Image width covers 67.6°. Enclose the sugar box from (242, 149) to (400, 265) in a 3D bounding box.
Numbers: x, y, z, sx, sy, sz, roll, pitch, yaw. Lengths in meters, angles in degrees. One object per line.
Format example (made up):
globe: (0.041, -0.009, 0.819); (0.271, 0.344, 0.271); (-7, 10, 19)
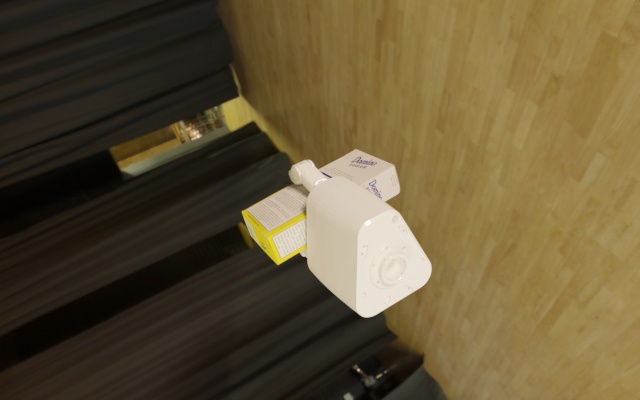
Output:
sugar box: (0.000, 0.002, 0.581); (0.176, 0.048, 0.093); (-27, 29, -17)
